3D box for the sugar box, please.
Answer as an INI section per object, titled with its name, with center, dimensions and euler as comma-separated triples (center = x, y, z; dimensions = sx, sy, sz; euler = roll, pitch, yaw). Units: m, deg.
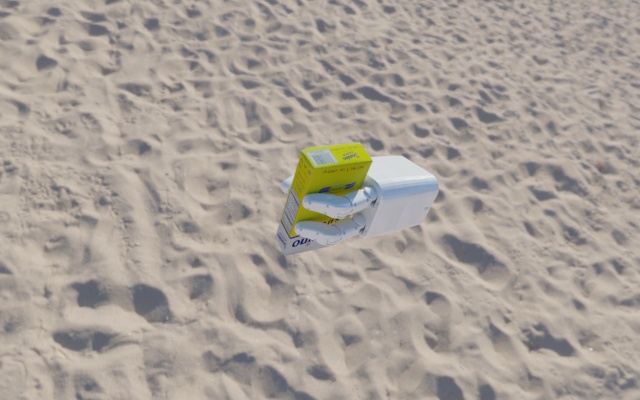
[sugar box]
center = 0.000, 0.002, 0.670
dimensions = 0.093, 0.176, 0.048
euler = -10, 48, -28
